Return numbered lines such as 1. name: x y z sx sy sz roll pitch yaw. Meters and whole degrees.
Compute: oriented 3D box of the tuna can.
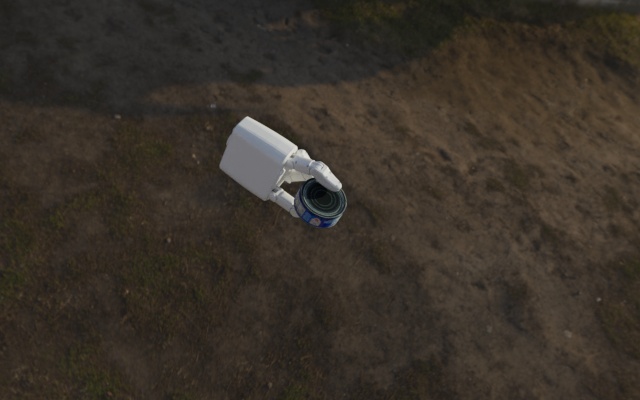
1. tuna can: 0.000 0.002 0.809 0.086 0.086 0.034 0 -32 -25
